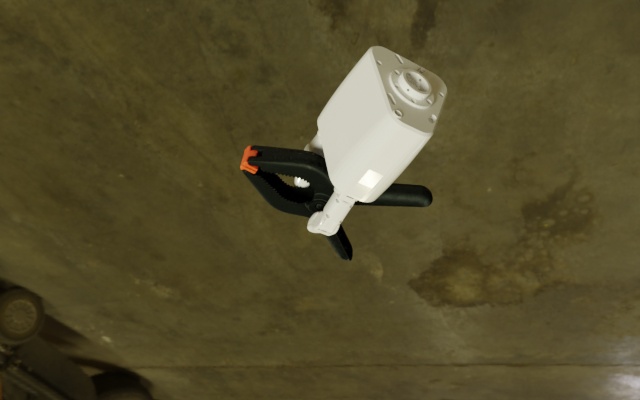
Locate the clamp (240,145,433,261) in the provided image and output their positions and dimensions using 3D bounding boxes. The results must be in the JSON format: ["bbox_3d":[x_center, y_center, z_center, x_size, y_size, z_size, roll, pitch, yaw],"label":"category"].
[{"bbox_3d":[0.000,0.002,0.561,0.210,0.036,0.165,22,-43,-17],"label":"clamp"}]
